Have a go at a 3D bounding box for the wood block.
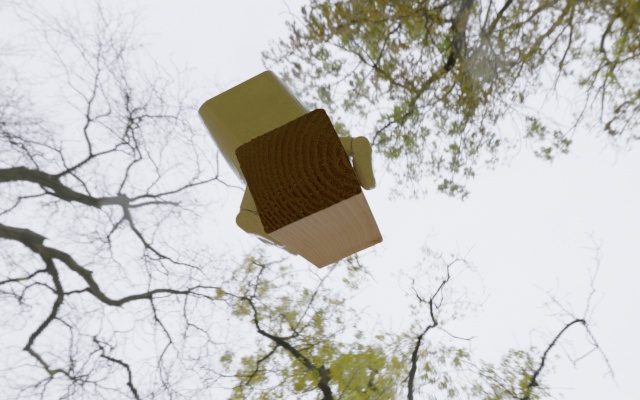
[{"bbox_3d":[0.000,0.001,0.502,0.091,0.090,0.206,-25,-20,5],"label":"wood block"}]
